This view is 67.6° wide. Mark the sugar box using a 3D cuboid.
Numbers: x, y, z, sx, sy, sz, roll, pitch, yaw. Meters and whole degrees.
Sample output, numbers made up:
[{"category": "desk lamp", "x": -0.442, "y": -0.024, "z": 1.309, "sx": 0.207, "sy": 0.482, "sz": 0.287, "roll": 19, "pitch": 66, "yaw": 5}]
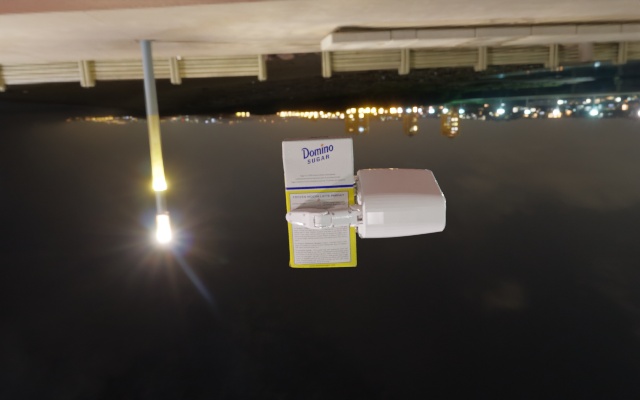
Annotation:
[{"category": "sugar box", "x": 0.000, "y": 0.002, "z": 0.651, "sx": 0.093, "sy": 0.176, "sz": 0.048, "roll": -2, "pitch": 11, "yaw": 1}]
